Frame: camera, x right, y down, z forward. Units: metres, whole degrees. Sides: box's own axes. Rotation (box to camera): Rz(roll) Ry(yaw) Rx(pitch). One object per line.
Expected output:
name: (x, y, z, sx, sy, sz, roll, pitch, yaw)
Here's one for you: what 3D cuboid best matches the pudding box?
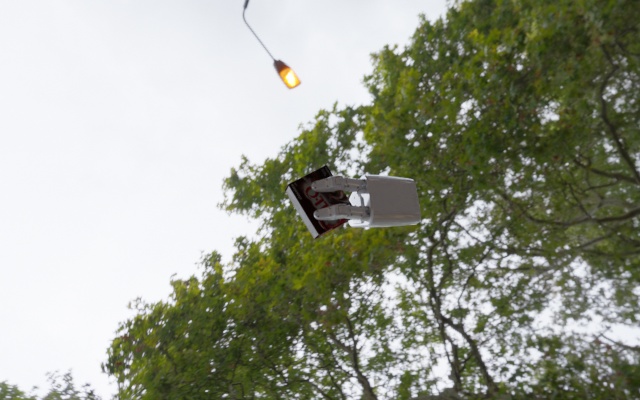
pudding box: (0.000, 0.003, 0.890, 0.090, 0.113, 0.039, -28, -11, -26)
